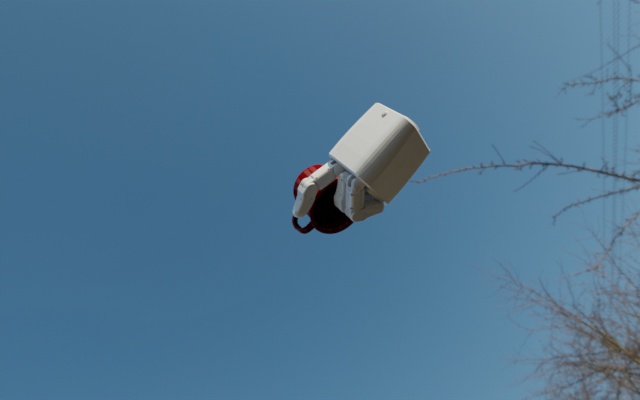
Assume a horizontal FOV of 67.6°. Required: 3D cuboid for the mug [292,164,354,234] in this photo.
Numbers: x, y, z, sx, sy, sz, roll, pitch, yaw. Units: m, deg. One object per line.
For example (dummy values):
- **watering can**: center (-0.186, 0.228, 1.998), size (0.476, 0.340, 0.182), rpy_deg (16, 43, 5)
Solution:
- **mug**: center (-0.001, 0.004, 0.761), size (0.093, 0.117, 0.081), rpy_deg (39, 4, -39)
